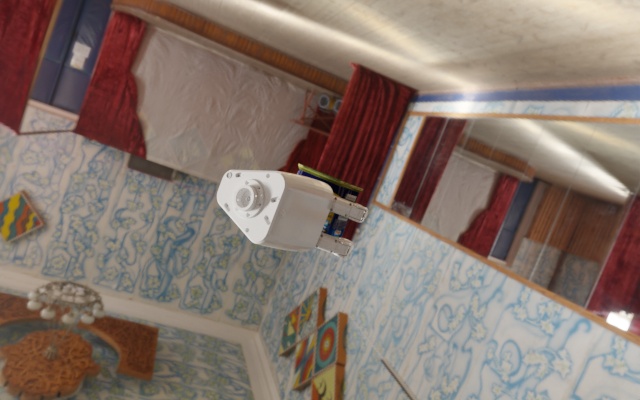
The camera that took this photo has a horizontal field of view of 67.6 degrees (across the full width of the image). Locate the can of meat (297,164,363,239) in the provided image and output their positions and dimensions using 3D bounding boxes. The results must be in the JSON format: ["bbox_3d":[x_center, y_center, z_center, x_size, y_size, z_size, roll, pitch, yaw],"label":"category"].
[{"bbox_3d":[0.000,0.003,0.710,0.102,0.084,0.057,24,5,29],"label":"can of meat"}]
